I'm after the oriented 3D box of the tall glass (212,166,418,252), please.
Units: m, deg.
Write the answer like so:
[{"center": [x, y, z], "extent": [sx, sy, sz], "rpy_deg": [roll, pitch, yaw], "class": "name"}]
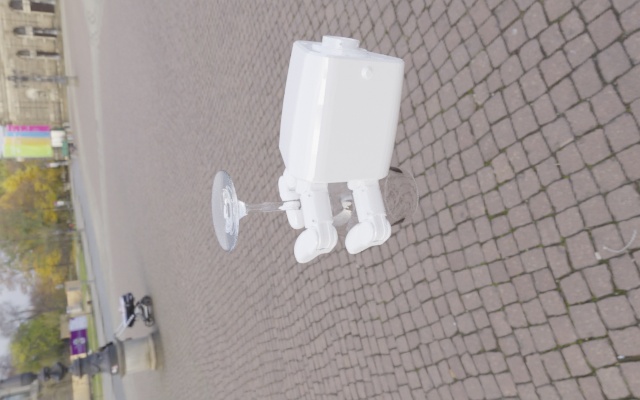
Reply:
[{"center": [-0.001, 0.002, 0.477], "extent": [0.201, 0.079, 0.079], "rpy_deg": [-5, 2, -28], "class": "tall glass"}]
